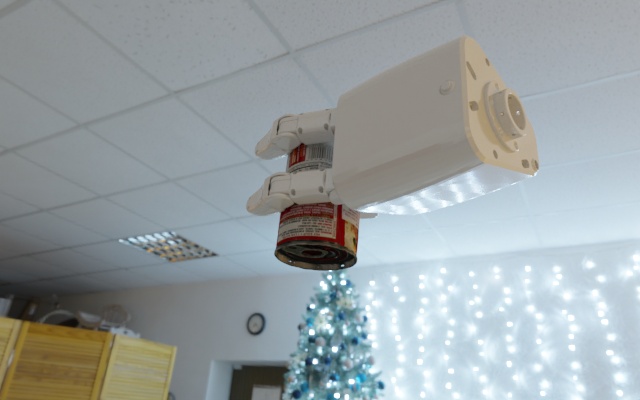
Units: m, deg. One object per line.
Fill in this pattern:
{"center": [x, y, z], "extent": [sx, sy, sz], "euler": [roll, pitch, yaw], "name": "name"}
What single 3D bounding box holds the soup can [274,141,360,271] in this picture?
{"center": [0.000, 0.001, 0.408], "extent": [0.068, 0.102, 0.068], "euler": [4, -25, 2], "name": "soup can"}
